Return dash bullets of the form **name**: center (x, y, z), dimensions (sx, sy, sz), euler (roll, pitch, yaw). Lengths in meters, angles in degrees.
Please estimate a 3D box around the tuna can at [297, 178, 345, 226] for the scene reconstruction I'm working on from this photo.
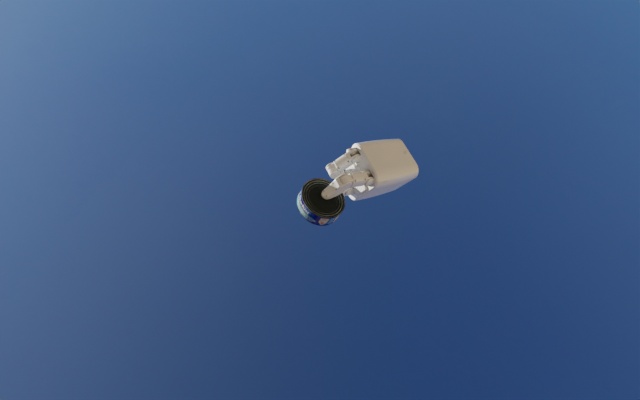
- **tuna can**: center (0.000, 0.003, 0.879), dimensions (0.086, 0.086, 0.034), euler (0, -32, -25)
